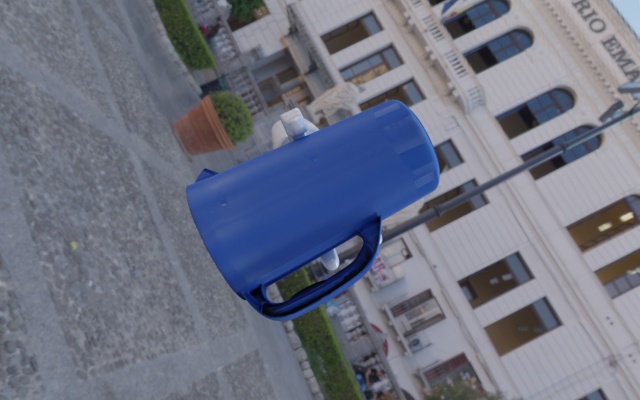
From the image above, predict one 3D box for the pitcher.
[{"bbox_3d":[0.000,0.002,0.498,0.243,0.149,0.145,-26,21,-3],"label":"pitcher"}]
